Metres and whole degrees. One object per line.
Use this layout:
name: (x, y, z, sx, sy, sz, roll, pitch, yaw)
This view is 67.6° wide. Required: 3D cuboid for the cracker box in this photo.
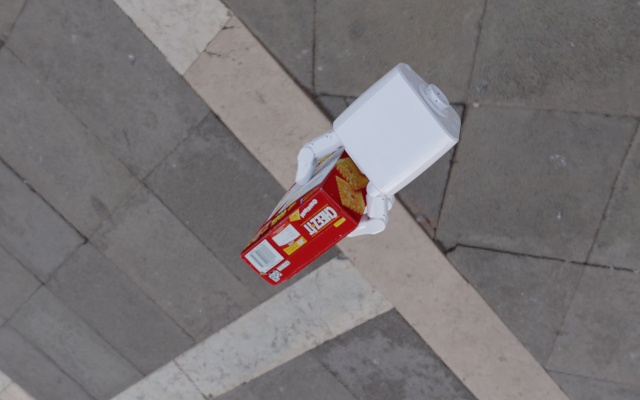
cracker box: (0.000, 0.002, 0.664, 0.164, 0.072, 0.213, -40, 10, 32)
